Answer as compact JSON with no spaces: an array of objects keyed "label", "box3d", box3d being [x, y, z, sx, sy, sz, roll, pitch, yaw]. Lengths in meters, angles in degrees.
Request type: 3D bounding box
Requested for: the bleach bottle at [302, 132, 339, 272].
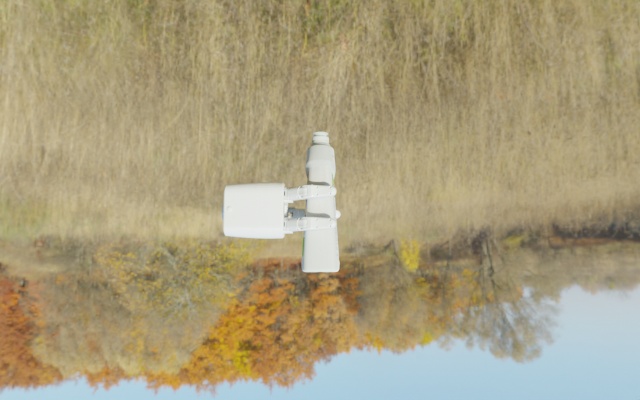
[{"label":"bleach bottle","box3d":[0.000,0.003,0.868,0.068,0.251,0.102,0,-8,1]}]
